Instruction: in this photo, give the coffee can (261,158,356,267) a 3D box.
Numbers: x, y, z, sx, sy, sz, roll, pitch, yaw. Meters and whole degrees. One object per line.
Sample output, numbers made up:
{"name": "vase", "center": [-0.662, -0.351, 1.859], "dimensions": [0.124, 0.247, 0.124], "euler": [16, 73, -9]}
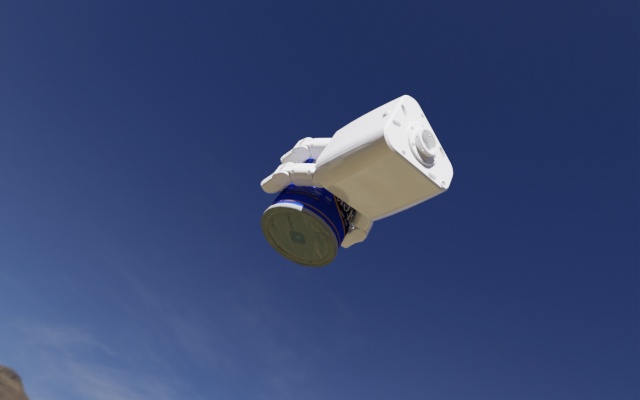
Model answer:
{"name": "coffee can", "center": [0.000, 0.002, 0.626], "dimensions": [0.103, 0.103, 0.140], "euler": [0, 40, 32]}
